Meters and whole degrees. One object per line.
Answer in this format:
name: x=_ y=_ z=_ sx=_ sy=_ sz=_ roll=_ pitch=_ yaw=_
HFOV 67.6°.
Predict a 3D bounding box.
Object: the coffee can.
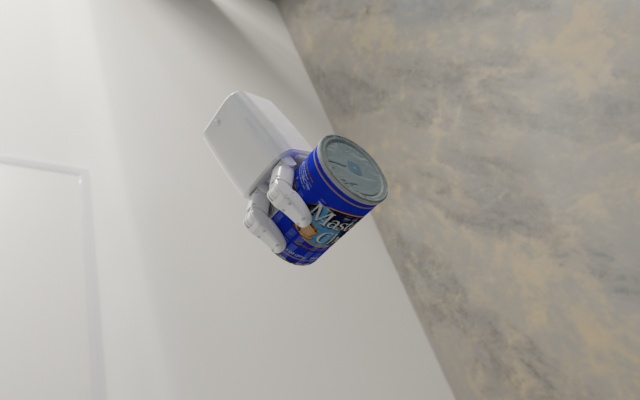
coffee can: x=0.000 y=0.002 z=0.598 sx=0.103 sy=0.102 sz=0.140 roll=0 pitch=-36 yaw=-47
